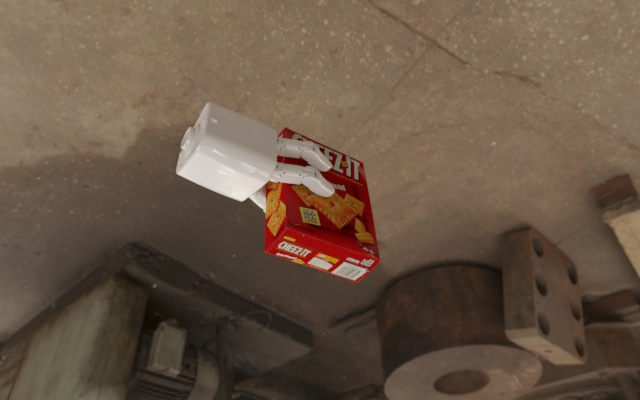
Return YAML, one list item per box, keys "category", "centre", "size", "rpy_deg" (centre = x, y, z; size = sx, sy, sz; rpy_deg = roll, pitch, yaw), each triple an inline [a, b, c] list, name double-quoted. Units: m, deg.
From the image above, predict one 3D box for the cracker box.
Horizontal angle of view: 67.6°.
- category: "cracker box"
  centre: [0.000, 0.003, 0.742]
  size: [0.164, 0.213, 0.072]
  rpy_deg: [22, -48, -26]
